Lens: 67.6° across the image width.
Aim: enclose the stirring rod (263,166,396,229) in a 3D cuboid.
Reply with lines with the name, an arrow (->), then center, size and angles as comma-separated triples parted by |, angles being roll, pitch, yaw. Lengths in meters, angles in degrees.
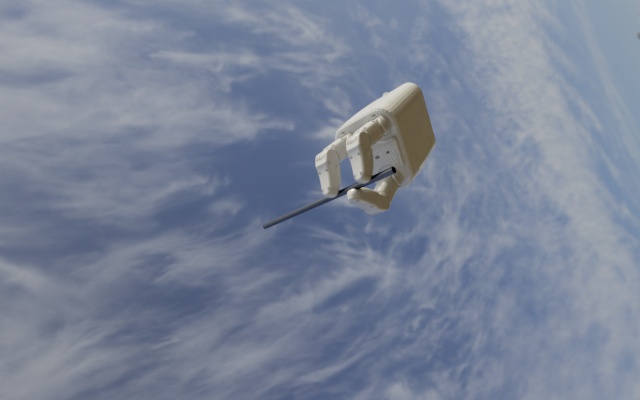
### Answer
stirring rod -> 0.000, 0.002, 0.600 | 0.011, 0.011, 0.239 | 0, -17, -44
